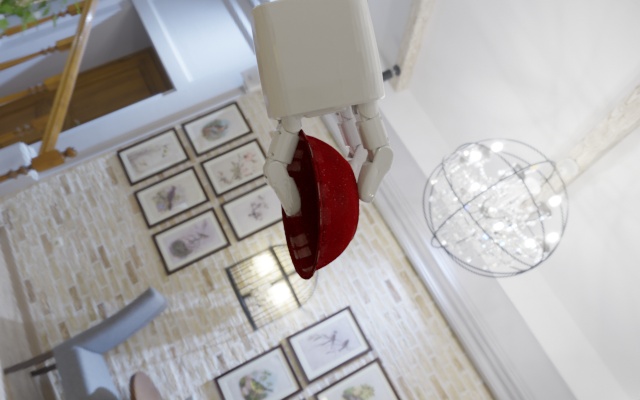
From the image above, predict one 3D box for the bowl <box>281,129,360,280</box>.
[{"bbox_3d":[0.000,0.003,0.513,0.055,0.162,0.162,-4,1,-17],"label":"bowl"}]
